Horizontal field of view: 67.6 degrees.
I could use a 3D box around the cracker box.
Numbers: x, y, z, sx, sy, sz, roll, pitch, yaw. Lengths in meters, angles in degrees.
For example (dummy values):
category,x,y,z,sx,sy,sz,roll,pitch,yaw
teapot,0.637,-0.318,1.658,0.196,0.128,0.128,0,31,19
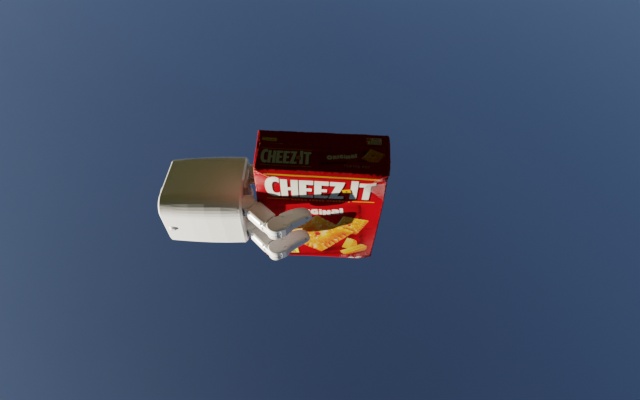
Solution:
category,x,y,z,sx,sy,sz,roll,pitch,yaw
cracker box,0.000,0.002,0.656,0.164,0.072,0.214,2,-33,0
